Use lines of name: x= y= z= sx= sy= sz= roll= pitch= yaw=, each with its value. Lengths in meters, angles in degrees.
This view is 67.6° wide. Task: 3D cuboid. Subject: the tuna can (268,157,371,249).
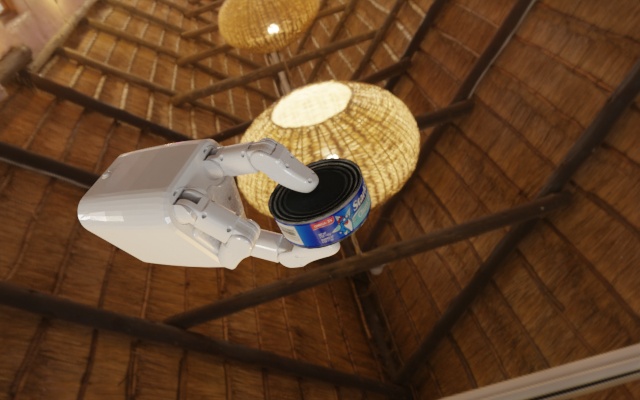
tuna can: x=0.000 y=0.002 z=0.417 sx=0.086 sy=0.034 sz=0.086 roll=-17 pitch=35 yaw=12
